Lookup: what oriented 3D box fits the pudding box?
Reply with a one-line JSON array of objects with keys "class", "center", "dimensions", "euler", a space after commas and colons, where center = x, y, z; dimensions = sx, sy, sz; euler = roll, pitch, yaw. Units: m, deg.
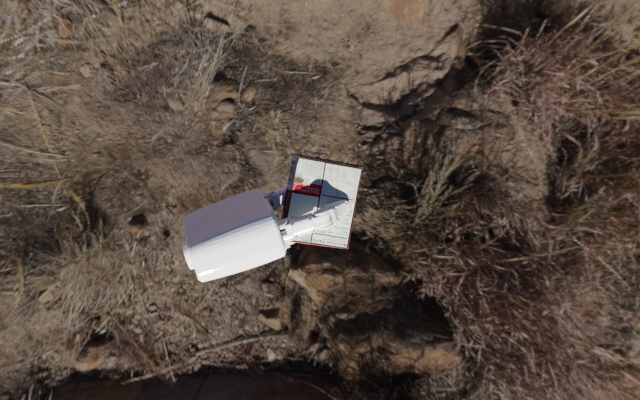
[{"class": "pudding box", "center": [0.000, 0.002, 0.622], "dimensions": [0.090, 0.113, 0.039], "euler": [9, 6, -14]}]
